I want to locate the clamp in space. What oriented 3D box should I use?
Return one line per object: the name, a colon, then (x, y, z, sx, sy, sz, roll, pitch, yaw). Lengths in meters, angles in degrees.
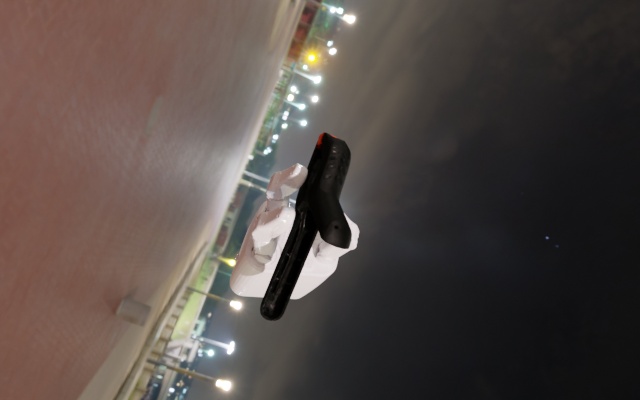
clamp: (0.001, 0.002, 0.476, 0.036, 0.209, 0.165, 25, -36, -14)
